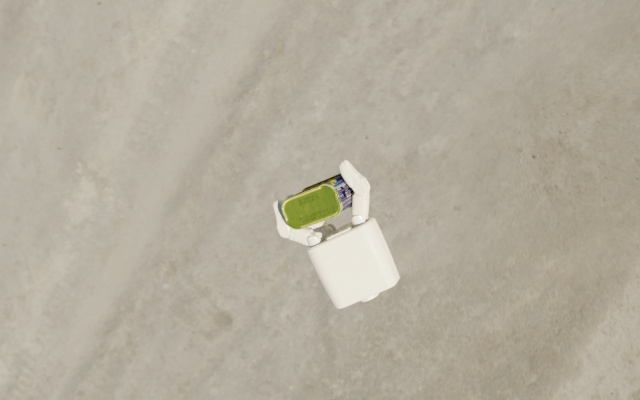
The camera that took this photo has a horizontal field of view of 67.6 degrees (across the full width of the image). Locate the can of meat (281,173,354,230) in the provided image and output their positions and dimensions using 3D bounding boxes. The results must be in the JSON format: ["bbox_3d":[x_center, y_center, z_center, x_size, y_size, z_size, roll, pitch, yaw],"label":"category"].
[{"bbox_3d":[0.000,0.002,0.739,0.102,0.057,0.084,-21,4,25],"label":"can of meat"}]
